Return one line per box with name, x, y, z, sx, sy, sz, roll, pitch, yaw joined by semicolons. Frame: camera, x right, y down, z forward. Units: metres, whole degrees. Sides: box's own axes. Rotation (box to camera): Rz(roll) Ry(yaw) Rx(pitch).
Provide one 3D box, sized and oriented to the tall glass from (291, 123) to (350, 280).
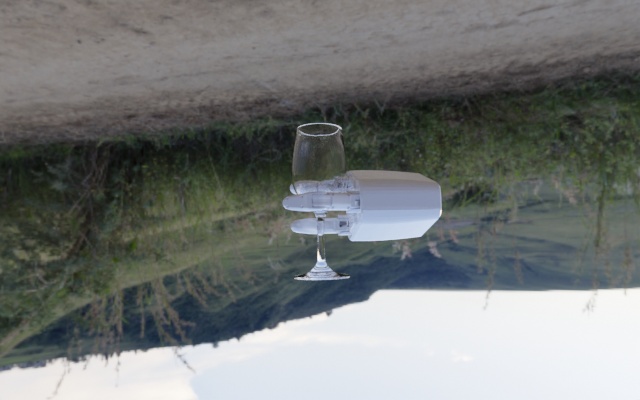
tall glass;0.000;0.003;0.637;0.079;0.201;0.079;-1;-4;0
